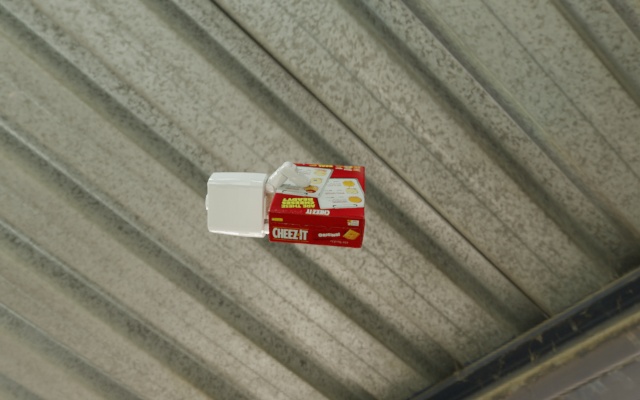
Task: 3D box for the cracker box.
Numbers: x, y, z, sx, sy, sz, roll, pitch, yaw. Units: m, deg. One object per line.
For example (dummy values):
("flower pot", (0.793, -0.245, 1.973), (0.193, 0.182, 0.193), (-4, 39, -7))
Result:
("cracker box", (0.000, 0.003, 0.897), (0.164, 0.072, 0.213), (3, 28, 3))
